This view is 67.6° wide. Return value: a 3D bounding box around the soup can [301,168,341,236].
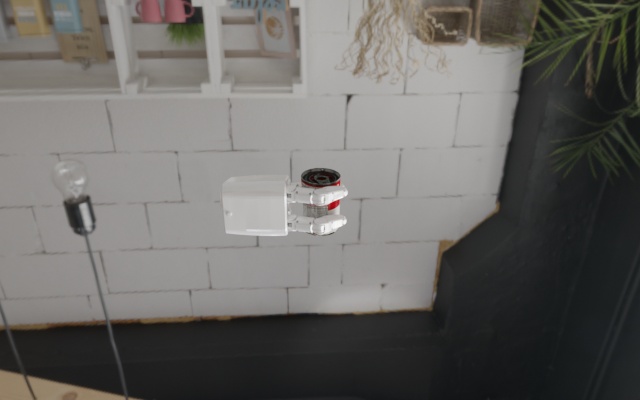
[{"bbox_3d":[0.001,0.003,0.836,0.068,0.102,0.068,0,27,0],"label":"soup can"}]
